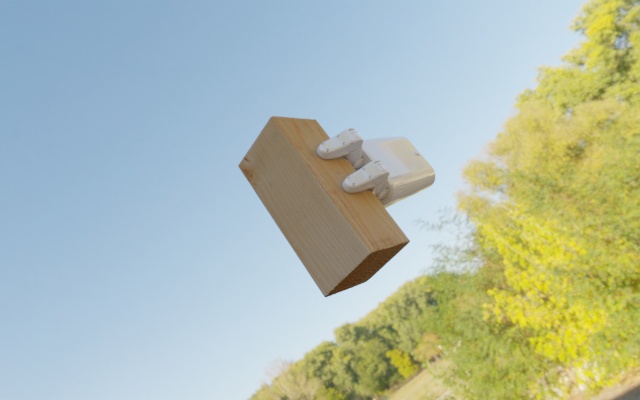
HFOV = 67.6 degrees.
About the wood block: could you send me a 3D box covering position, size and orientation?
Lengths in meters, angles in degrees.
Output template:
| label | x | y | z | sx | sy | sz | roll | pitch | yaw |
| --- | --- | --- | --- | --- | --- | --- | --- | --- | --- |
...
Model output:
| label | x | y | z | sx | sy | sz | roll | pitch | yaw |
| --- | --- | --- | --- | --- | --- | --- | --- | --- | --- |
| wood block | 0.000 | 0.002 | 0.590 | 0.090 | 0.206 | 0.091 | -8 | -35 | -50 |
